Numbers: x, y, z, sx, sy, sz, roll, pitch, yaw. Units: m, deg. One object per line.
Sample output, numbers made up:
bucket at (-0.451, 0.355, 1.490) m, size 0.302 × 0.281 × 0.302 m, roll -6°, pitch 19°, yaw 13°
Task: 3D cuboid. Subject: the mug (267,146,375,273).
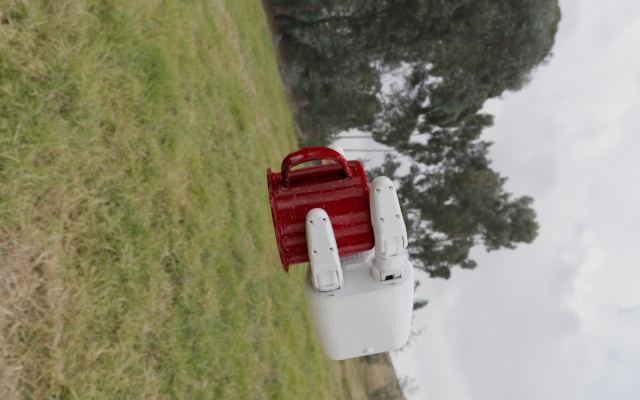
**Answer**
mug at (0.000, 0.000, 0.410) m, size 0.081 × 0.117 × 0.093 m, roll -10°, pitch 42°, yaw -2°
